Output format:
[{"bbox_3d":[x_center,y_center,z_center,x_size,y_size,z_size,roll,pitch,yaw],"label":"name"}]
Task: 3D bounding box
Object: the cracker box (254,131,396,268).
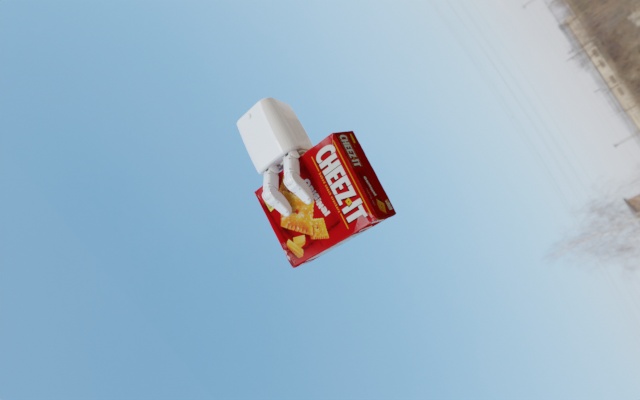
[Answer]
[{"bbox_3d":[0.000,0.003,0.840,0.214,0.164,0.072,-33,-11,36],"label":"cracker box"}]
